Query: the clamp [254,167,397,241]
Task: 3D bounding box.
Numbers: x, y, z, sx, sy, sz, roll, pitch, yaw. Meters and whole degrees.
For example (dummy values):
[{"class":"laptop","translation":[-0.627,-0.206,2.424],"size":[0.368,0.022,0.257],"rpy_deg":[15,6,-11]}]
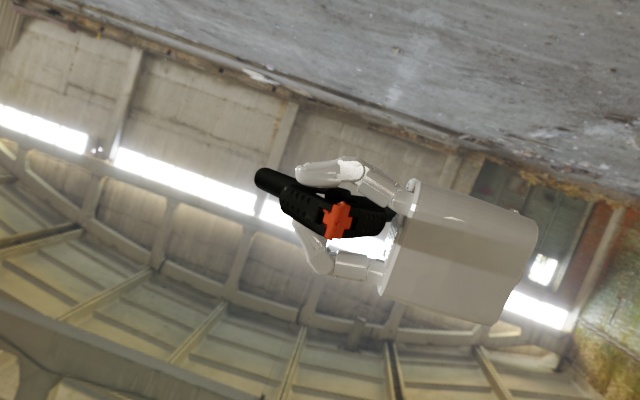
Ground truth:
[{"class":"clamp","translation":[0.000,0.002,0.449],"size":[0.164,0.036,0.210],"rpy_deg":[14,6,4]}]
